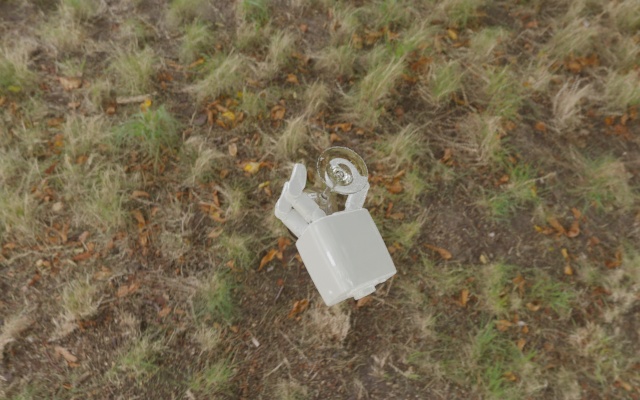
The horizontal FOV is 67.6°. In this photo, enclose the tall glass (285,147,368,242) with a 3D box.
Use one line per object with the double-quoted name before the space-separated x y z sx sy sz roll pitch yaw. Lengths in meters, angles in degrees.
"tall glass" 0.000 0.002 0.731 0.079 0.079 0.201 0 -26 -20
